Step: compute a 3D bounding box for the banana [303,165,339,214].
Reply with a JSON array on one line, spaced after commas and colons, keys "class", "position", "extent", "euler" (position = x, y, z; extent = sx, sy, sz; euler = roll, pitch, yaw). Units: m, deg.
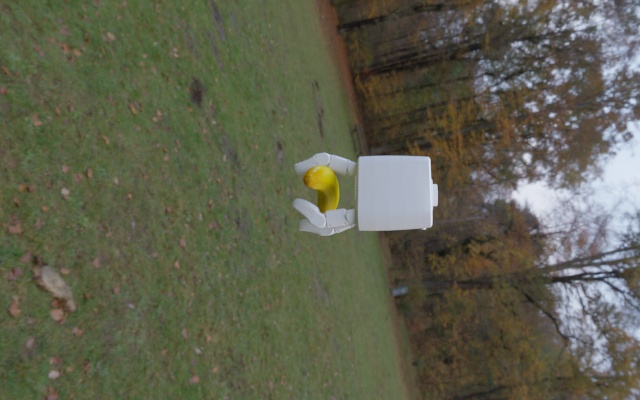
[{"class": "banana", "position": [0.005, -0.013, 0.746], "extent": [0.037, 0.069, 0.198], "euler": [11, -24, 11]}]
